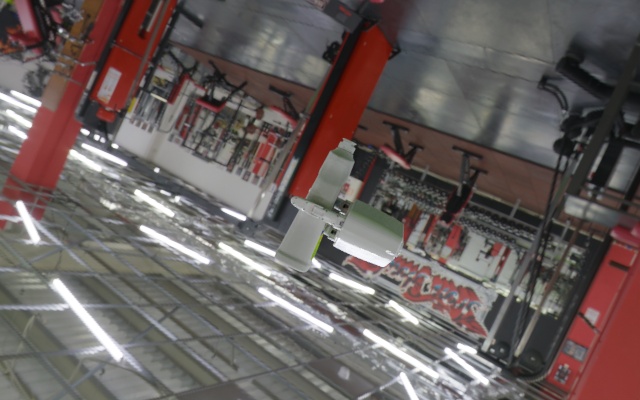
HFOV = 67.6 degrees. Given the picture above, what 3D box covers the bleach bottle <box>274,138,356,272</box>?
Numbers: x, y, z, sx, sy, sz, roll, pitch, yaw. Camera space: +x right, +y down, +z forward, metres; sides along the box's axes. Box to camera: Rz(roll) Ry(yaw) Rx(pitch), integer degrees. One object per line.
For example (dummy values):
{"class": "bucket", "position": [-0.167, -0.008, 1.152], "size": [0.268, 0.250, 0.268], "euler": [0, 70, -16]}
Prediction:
{"class": "bleach bottle", "position": [0.000, 0.003, 0.883], "size": [0.068, 0.251, 0.102], "euler": [25, 1, 3]}
